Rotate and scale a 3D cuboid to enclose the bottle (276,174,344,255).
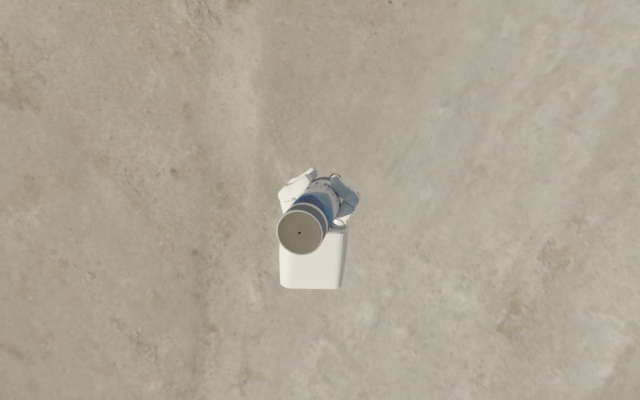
[{"bbox_3d":[0.000,0.003,0.785,0.069,0.069,0.295,0,16,12],"label":"bottle"}]
